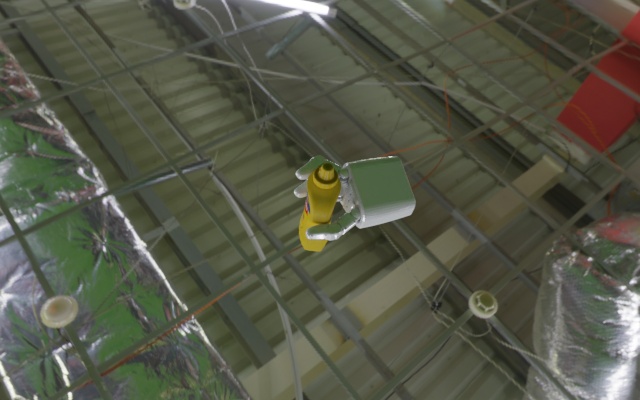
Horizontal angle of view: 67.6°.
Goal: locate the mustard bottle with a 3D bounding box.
[{"bbox_3d":[0.000,0.003,0.833,0.058,0.096,0.192,8,-37,-4],"label":"mustard bottle"}]
